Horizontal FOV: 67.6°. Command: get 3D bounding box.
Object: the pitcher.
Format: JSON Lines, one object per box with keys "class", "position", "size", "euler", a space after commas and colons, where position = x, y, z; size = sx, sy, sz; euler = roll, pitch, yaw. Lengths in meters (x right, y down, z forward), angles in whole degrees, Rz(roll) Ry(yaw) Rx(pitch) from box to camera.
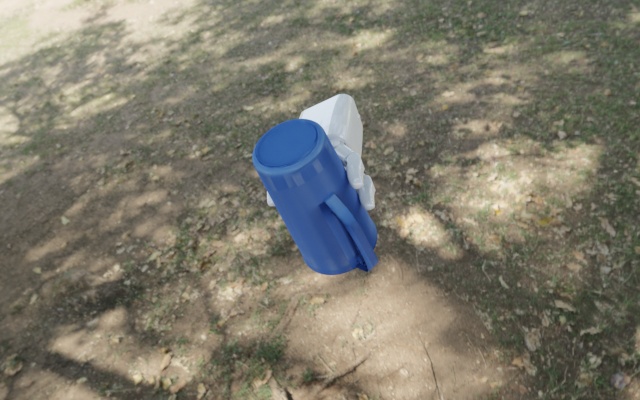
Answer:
{"class": "pitcher", "position": [0.000, 0.002, 0.720], "size": [0.149, 0.145, 0.243], "euler": [-6, -41, 21]}
